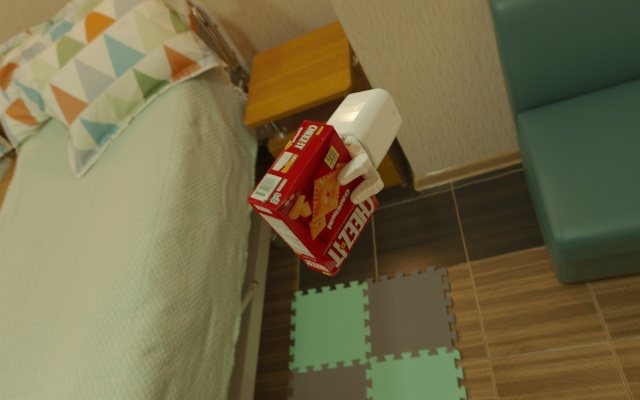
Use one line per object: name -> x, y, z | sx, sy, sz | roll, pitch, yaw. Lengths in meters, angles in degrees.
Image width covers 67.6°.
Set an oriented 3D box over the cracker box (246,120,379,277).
cracker box -> 0.000, 0.002, 0.782 | 0.072, 0.164, 0.214 | 18, -24, 39
